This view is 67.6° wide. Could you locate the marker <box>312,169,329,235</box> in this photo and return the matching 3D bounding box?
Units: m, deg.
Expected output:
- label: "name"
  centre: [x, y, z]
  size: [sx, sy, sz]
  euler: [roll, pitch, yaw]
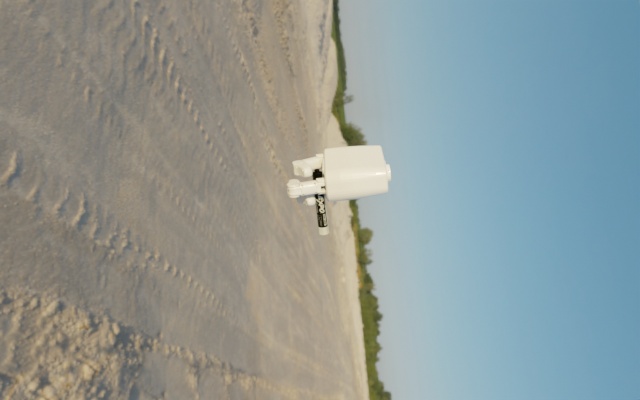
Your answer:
- label: "marker"
  centre: [0.000, 0.003, 0.845]
  size: [0.020, 0.121, 0.020]
  euler: [-6, 18, 2]
